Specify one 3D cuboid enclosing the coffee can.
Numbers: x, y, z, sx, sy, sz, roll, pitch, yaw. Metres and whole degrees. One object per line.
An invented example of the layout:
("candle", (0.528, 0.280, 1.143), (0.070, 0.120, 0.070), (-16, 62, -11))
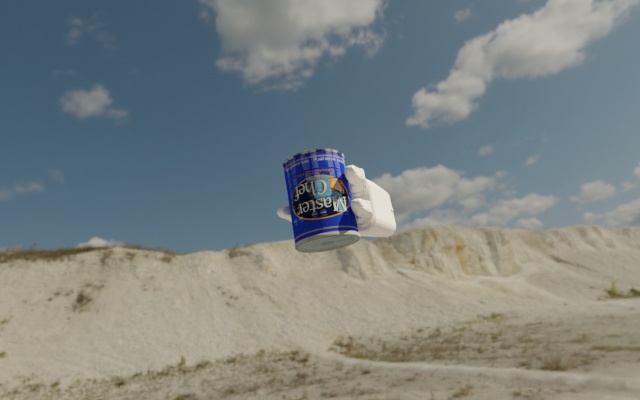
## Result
("coffee can", (0.000, 0.003, 0.760), (0.103, 0.140, 0.103), (-9, -17, -3))
